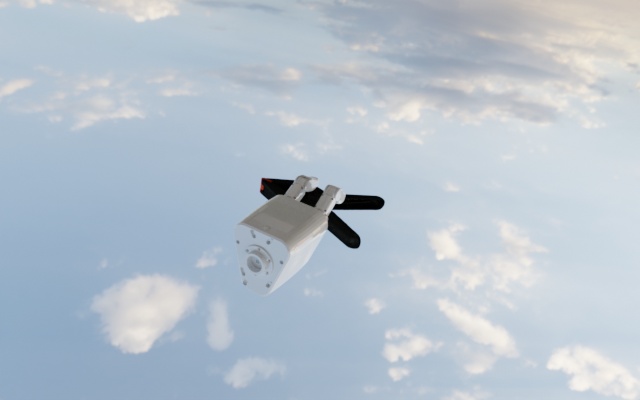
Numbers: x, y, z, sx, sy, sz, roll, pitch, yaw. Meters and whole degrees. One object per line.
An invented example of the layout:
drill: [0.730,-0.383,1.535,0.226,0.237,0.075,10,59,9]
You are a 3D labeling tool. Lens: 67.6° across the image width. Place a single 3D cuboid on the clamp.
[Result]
clamp: [-0.001,0.003,0.794,0.210,0.036,0.164,22,28,20]
